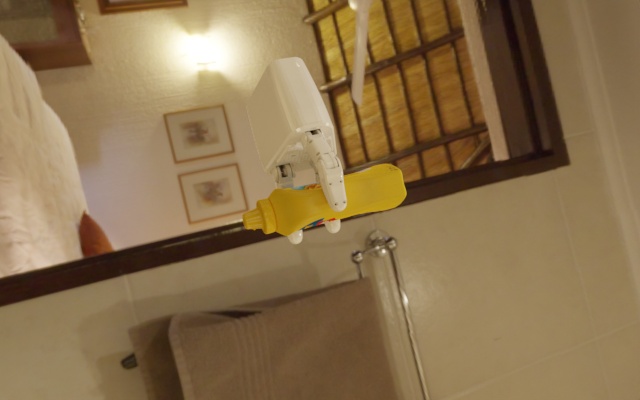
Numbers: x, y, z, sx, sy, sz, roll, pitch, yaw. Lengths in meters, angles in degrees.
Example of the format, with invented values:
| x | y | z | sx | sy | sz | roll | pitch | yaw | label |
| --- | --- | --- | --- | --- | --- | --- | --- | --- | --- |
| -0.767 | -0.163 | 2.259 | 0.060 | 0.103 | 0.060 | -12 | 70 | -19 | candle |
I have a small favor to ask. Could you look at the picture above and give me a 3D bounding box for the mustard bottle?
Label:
| x | y | z | sx | sy | sz | roll | pitch | yaw | label |
| --- | --- | --- | --- | --- | --- | --- | --- | --- | --- |
| 0.000 | 0.002 | 0.580 | 0.191 | 0.058 | 0.096 | -14 | 3 | -18 | mustard bottle |
